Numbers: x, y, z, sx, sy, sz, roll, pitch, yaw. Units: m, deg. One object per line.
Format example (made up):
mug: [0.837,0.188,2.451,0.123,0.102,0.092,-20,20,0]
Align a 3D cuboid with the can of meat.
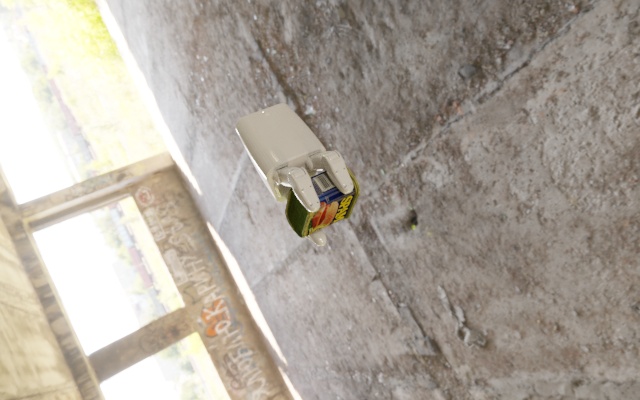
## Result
can of meat: [0.000,0.002,0.685,0.084,0.057,0.102,-25,-23,-23]
